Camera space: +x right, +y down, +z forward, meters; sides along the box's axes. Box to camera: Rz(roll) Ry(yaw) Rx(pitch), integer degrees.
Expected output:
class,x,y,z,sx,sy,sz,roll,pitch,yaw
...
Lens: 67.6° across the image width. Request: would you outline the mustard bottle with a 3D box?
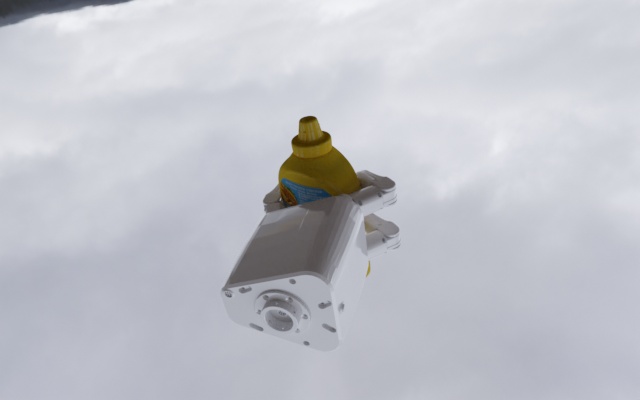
class,x,y,z,sx,sy,sz,roll,pitch,yaw
mustard bottle,0.000,0.002,0.513,0.096,0.192,0.058,18,41,37
